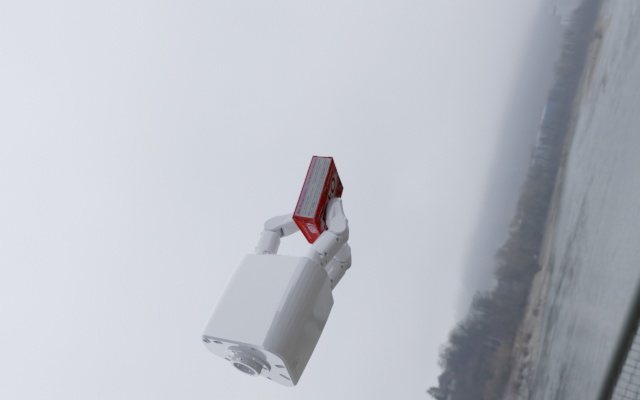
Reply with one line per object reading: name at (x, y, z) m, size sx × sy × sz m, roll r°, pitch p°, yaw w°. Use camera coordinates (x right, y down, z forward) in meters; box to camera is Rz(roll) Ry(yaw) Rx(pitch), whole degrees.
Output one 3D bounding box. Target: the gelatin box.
gelatin box at (0.000, 0.002, 0.580) m, size 0.030 × 0.089 × 0.073 m, roll 7°, pitch -27°, yaw 18°
